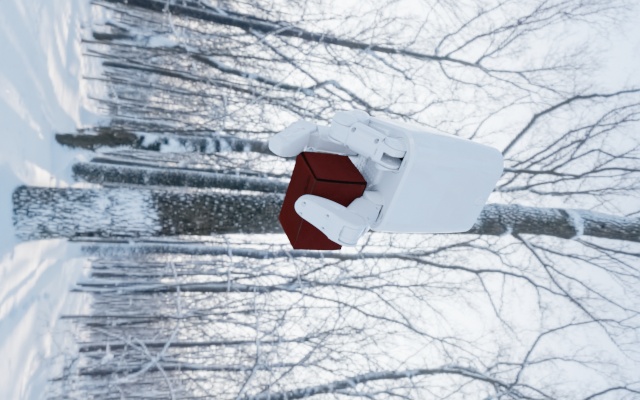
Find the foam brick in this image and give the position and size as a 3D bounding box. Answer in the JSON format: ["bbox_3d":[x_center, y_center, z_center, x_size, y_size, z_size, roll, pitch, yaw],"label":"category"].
[{"bbox_3d":[0.000,0.002,0.443,0.051,0.078,0.053,4,33,-26],"label":"foam brick"}]
